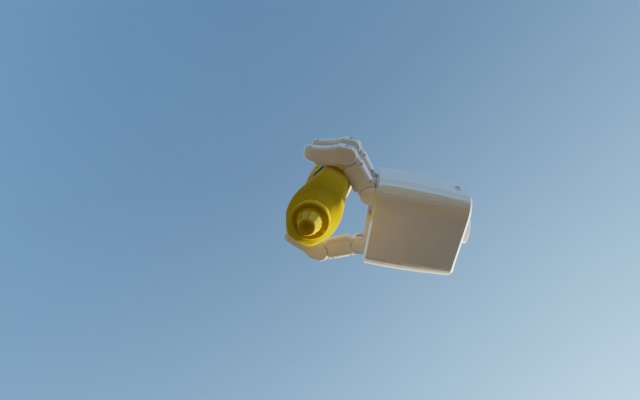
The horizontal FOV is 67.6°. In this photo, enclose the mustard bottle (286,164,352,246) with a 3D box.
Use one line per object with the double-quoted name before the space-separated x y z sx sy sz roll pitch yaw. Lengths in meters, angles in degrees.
"mustard bottle" 0.000 0.002 0.558 0.058 0.096 0.191 32 17 -2
